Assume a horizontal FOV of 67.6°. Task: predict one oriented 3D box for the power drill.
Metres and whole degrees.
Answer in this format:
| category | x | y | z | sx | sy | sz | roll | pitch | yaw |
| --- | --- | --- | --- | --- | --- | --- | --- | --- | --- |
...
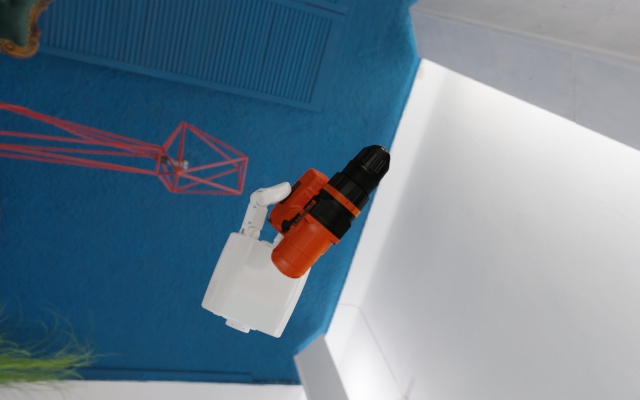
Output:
| category | x | y | z | sx | sy | sz | roll | pitch | yaw |
| --- | --- | --- | --- | --- | --- | --- | --- | --- | --- |
| power drill | 0.000 | 0.002 | 0.612 | 0.057 | 0.184 | 0.187 | 43 | -3 | -12 |
